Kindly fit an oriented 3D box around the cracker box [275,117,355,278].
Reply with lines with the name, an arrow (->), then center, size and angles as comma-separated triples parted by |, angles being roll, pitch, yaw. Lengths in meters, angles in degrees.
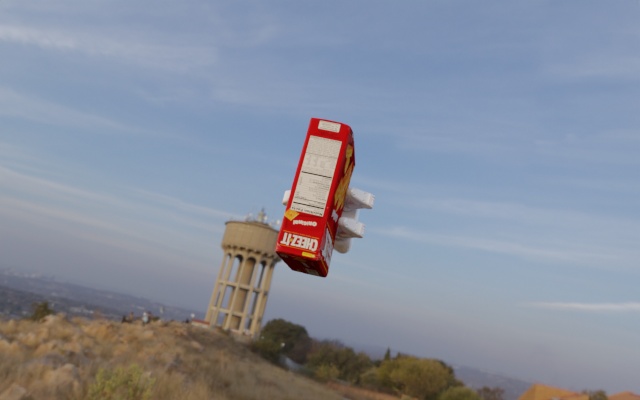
cracker box -> 0.000, 0.002, 0.759 | 0.072, 0.213, 0.164 | 11, -16, 9
